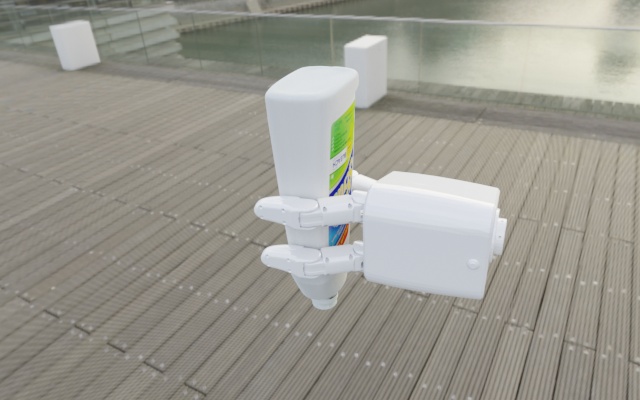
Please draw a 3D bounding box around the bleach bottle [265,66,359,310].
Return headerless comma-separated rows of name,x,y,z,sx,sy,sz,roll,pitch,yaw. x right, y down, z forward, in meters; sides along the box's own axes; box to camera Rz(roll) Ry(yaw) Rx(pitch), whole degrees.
bleach bottle,0.000,0.002,0.485,0.068,0.251,0.102,9,32,21
